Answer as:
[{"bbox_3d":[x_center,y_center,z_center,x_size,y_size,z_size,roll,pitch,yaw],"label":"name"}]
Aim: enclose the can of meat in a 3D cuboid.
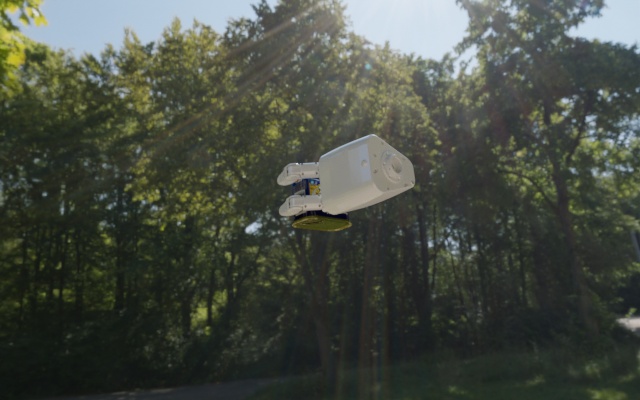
[{"bbox_3d":[0.000,0.002,0.805,0.102,0.084,0.057,9,-21,-38],"label":"can of meat"}]
